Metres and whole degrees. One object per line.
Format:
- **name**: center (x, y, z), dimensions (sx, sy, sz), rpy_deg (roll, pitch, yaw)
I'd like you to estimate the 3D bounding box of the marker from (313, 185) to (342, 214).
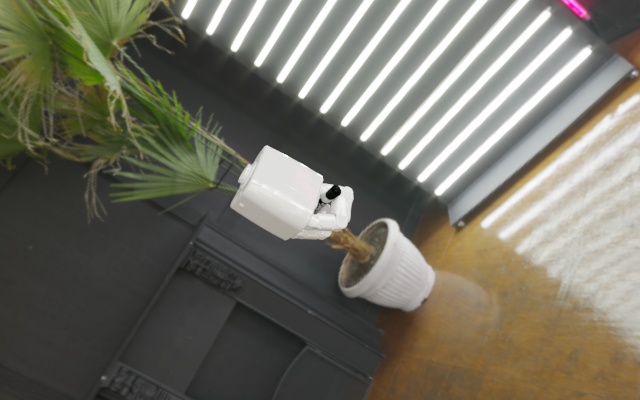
- **marker**: center (0.000, 0.003, 0.777), dimensions (0.020, 0.020, 0.121), rpy_deg (0, -19, -28)
